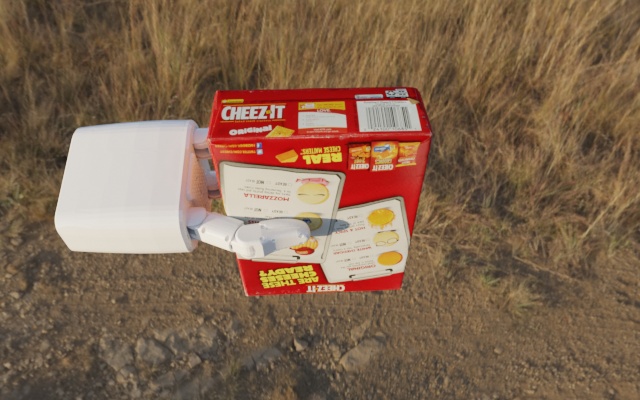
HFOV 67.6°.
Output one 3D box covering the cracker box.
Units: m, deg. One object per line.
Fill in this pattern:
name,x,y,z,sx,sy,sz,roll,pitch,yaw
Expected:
cracker box,0.000,0.001,0.436,0.164,0.072,0.214,-2,-41,0
